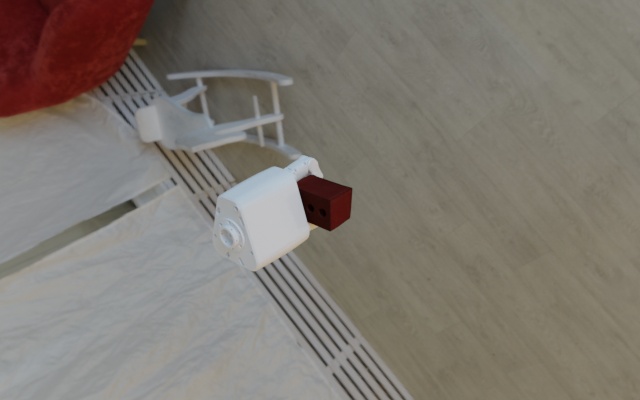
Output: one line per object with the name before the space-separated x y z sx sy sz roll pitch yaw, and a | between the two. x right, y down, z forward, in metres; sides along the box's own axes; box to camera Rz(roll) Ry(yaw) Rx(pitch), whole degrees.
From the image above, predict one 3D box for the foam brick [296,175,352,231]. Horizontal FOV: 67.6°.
foam brick | 0.000 0.002 0.700 0.078 0.053 0.051 20 34 33
